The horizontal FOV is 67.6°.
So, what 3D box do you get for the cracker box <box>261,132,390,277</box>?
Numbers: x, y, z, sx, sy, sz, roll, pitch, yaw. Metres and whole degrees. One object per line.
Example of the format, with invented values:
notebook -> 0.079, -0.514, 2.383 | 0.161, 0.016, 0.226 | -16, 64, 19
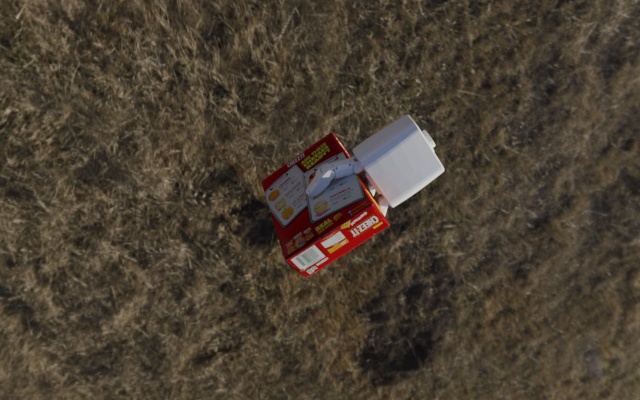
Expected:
cracker box -> 0.000, 0.003, 0.814 | 0.164, 0.213, 0.072 | -34, -49, 9
